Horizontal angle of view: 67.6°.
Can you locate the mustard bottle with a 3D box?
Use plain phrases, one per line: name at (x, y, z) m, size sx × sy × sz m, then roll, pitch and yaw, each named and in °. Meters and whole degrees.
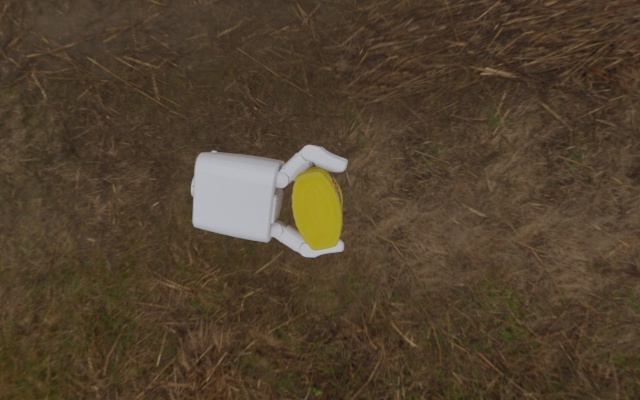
mustard bottle at (0.000, 0.002, 0.653) m, size 0.058 × 0.096 × 0.191 m, roll -13°, pitch 6°, yaw 4°
